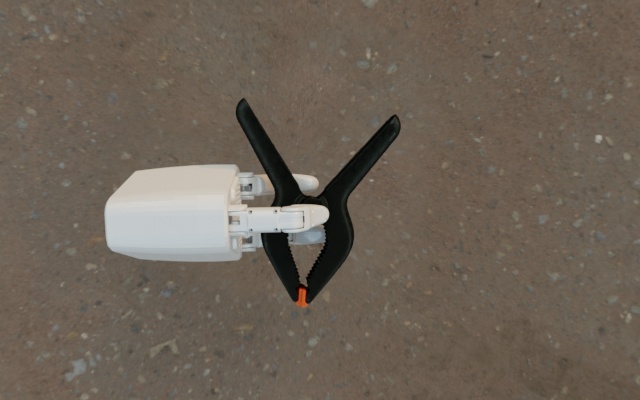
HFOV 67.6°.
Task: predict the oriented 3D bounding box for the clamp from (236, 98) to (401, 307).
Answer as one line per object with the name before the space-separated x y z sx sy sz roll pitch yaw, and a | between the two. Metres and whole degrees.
clamp | 0.000 0.002 0.484 0.164 0.210 0.036 -1 5 -2
